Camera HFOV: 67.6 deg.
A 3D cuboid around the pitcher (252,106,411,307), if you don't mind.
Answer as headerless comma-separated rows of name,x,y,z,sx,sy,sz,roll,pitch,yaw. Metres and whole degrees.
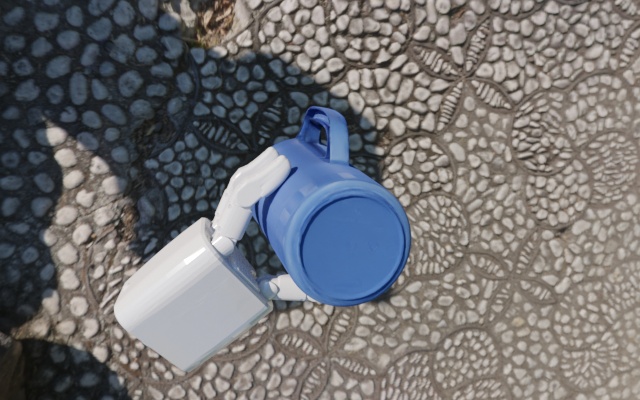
pitcher,0.000,0.002,0.489,0.145,0.149,0.242,-36,17,-3
